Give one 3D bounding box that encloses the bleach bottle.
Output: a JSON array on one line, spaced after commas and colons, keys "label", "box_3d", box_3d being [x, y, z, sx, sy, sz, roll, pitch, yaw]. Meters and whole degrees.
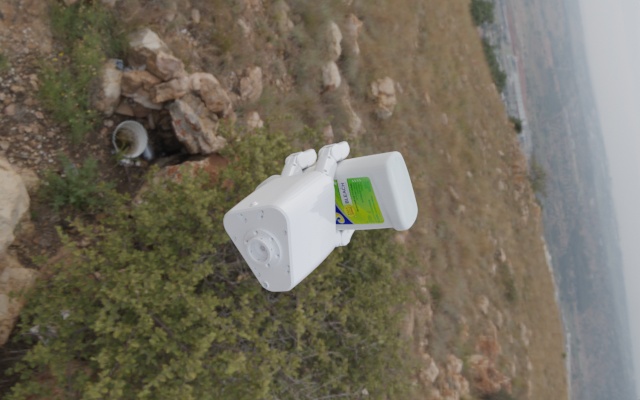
[{"label": "bleach bottle", "box_3d": [0.000, 0.002, 0.669, 0.251, 0.102, 0.068, -9, 18, 32]}]
